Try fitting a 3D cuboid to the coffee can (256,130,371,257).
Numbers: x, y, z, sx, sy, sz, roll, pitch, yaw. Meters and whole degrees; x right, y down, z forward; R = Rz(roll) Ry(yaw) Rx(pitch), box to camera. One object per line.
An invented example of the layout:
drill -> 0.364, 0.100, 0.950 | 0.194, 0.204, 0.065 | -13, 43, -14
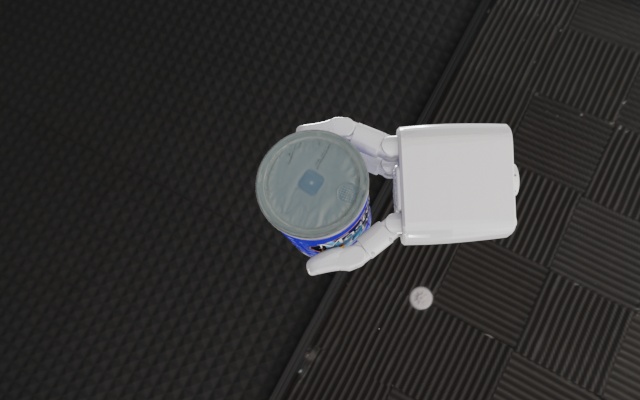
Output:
coffee can -> 0.000, 0.002, 0.492 | 0.103, 0.102, 0.140 | 0, -15, 7
